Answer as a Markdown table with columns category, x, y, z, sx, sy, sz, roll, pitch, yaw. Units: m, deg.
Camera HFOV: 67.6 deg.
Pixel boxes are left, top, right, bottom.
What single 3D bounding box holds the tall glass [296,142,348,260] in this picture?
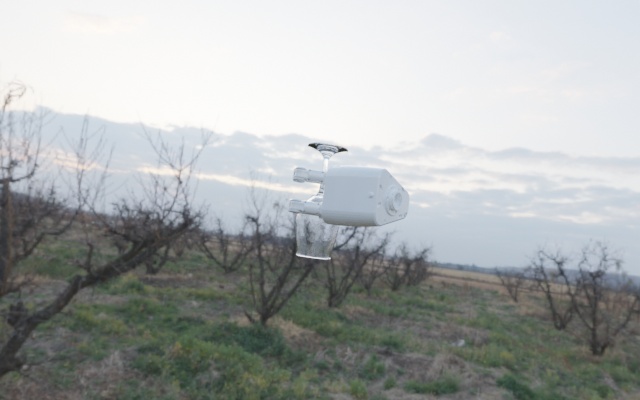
| category | x | y | z | sx | sy | sz | roll | pitch | yaw |
| --- | --- | --- | --- | --- | --- | --- | --- | --- | --- |
| tall glass | 0.000 | 0.002 | 0.853 | 0.079 | 0.201 | 0.079 | 8 | -5 | 1 |
